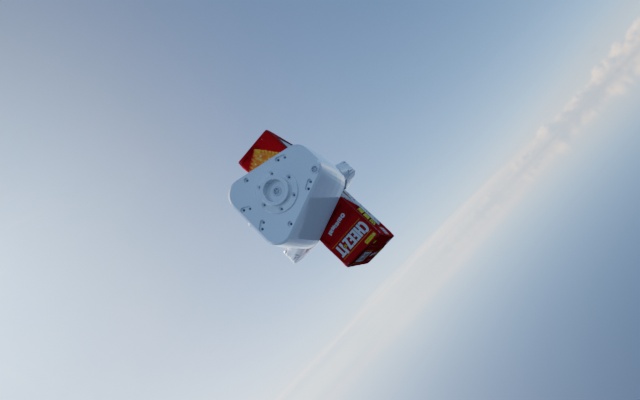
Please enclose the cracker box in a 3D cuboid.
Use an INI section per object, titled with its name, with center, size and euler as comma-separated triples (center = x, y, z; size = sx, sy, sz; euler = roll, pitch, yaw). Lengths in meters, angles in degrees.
[cracker box]
center = 0.000, 0.002, 0.705
size = 0.213, 0.072, 0.164
euler = 44, 7, 15
